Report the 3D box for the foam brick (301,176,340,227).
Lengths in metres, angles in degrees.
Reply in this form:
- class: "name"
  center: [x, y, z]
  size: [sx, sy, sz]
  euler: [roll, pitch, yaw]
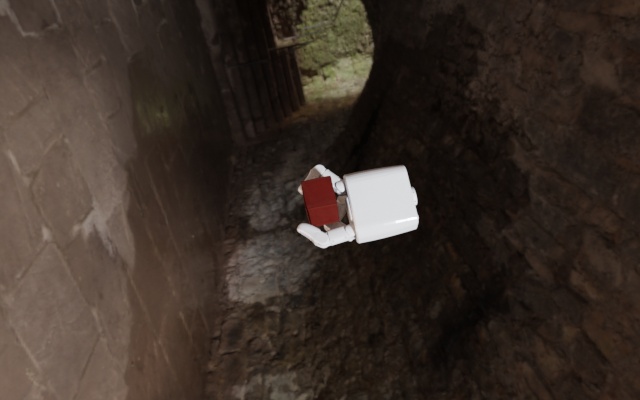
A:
- class: "foam brick"
  center: [0.000, 0.003, 0.791]
  size: [0.051, 0.053, 0.078]
  euler: [-11, -26, 0]
